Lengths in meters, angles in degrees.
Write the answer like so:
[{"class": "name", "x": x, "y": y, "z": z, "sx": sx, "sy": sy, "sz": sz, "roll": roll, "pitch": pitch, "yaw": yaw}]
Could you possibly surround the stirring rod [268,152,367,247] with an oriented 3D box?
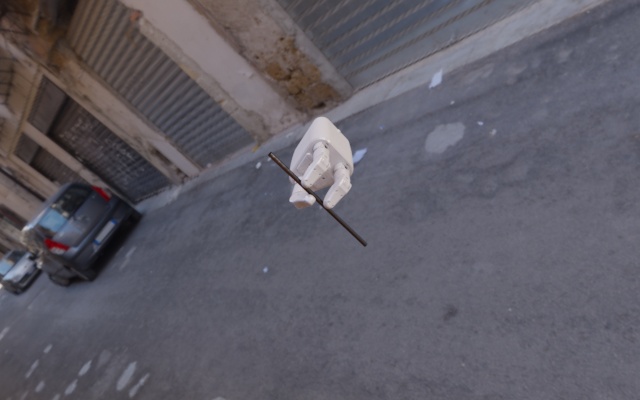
[{"class": "stirring rod", "x": 0.000, "y": 0.003, "z": 0.800, "sx": 0.239, "sy": 0.011, "sz": 0.011, "roll": 44, "pitch": -21, "yaw": -23}]
